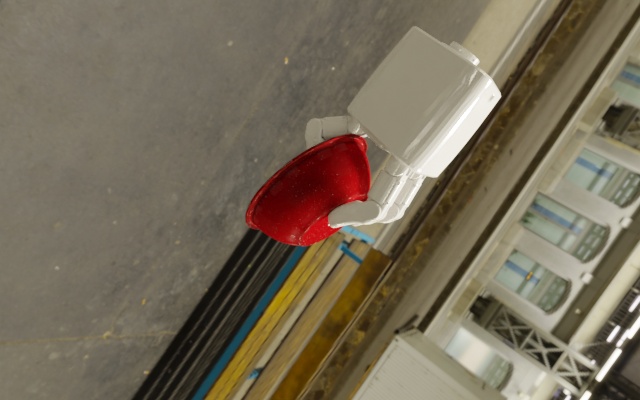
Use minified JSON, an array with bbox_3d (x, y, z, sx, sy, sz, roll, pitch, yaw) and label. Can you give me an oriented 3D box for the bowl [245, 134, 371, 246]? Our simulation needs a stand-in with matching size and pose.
[{"bbox_3d":[0.000,0.003,0.527,0.162,0.055,0.162,-32,-18,-12],"label":"bowl"}]
